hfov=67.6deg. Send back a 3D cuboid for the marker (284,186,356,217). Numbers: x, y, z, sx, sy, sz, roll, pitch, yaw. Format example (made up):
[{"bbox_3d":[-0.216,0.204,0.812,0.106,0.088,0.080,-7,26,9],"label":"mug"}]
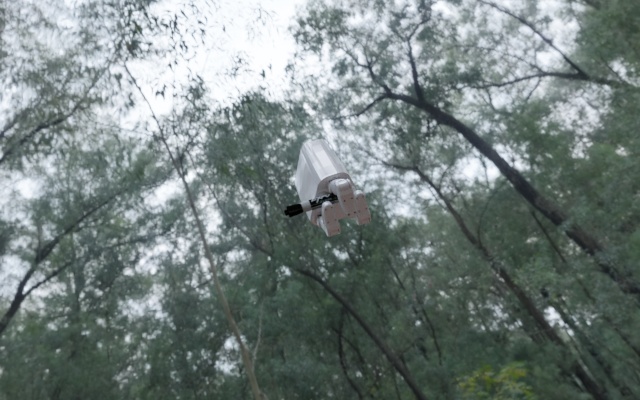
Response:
[{"bbox_3d":[0.000,0.003,0.768,0.121,0.020,0.020,-17,3,-11],"label":"marker"}]
